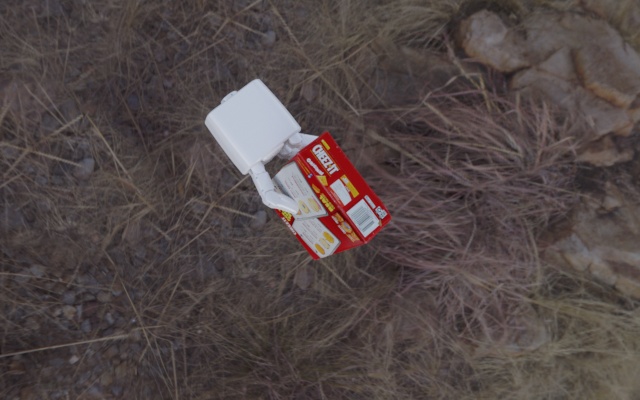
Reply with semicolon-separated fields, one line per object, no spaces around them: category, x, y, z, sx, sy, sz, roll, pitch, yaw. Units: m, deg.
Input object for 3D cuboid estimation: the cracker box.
cracker box;0.000;0.003;0.777;0.072;0.164;0.214;-39;3;-25
